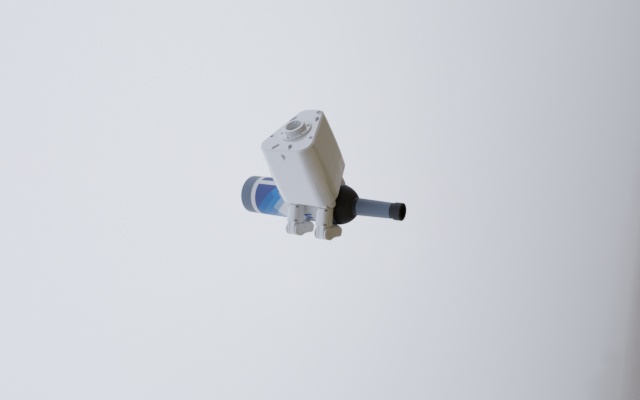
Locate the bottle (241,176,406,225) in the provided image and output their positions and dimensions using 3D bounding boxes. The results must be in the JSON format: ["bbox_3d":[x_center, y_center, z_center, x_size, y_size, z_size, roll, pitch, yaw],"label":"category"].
[{"bbox_3d":[0.000,0.003,0.789,0.295,0.069,0.069,7,4,33],"label":"bottle"}]
